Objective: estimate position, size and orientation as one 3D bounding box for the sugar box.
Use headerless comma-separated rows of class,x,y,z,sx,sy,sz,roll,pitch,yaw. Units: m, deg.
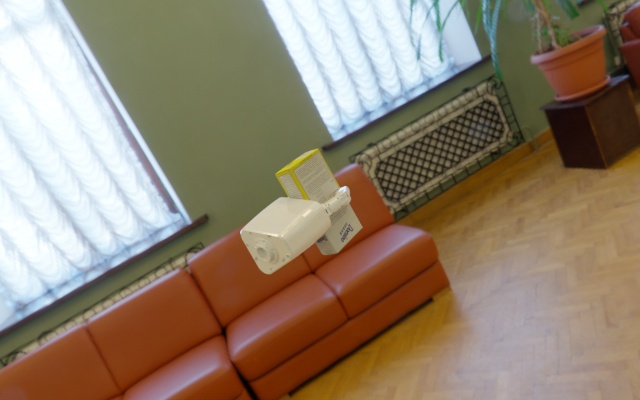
sugar box,0.000,0.003,0.872,0.048,0.176,0.093,-13,20,46
